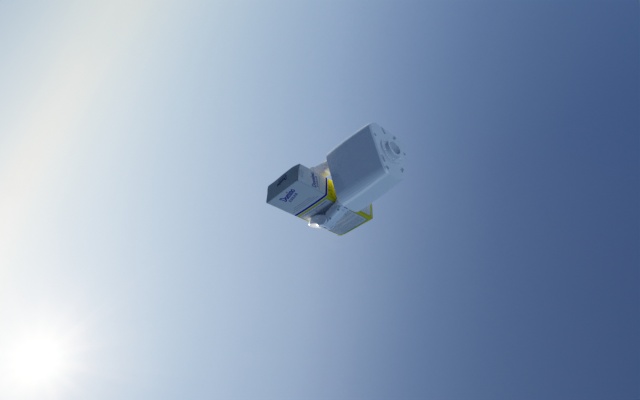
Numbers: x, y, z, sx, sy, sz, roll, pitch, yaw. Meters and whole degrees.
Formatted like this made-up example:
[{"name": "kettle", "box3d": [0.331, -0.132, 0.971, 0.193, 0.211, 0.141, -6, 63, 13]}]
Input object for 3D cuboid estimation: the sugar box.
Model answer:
[{"name": "sugar box", "box3d": [0.000, 0.002, 0.863, 0.176, 0.048, 0.093, 29, -43, -31]}]
